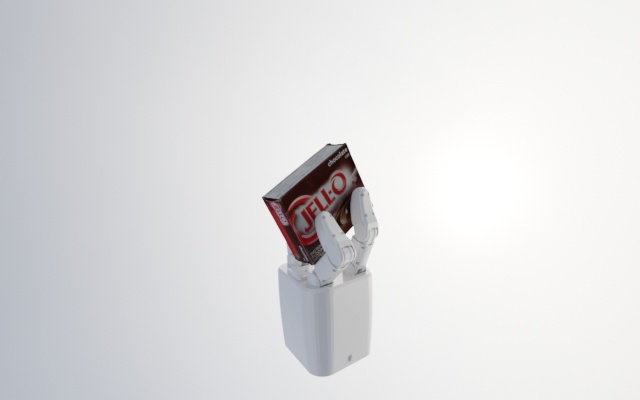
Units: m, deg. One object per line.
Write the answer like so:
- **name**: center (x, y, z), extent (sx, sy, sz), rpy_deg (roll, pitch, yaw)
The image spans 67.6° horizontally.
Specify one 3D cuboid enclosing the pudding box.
- **pudding box**: center (0.000, 0.002, 0.534), extent (0.039, 0.090, 0.113), rpy_deg (8, 43, 46)
